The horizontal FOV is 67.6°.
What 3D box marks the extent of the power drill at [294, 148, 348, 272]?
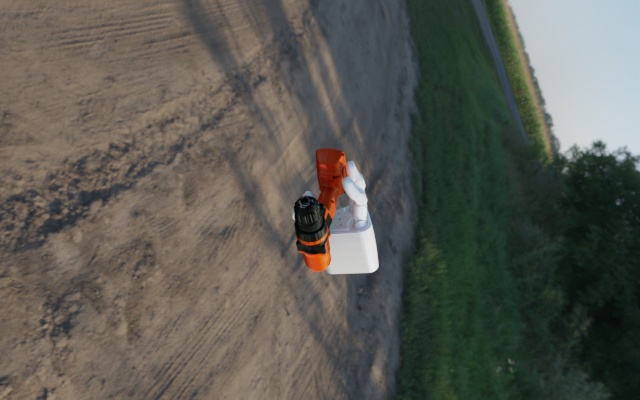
[{"bbox_3d":[0.000,0.002,0.810,0.057,0.187,0.185,8,-36,12],"label":"power drill"}]
